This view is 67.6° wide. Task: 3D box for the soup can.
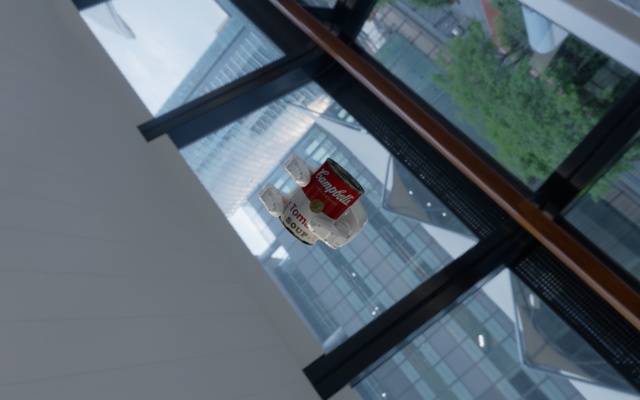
[{"bbox_3d":[0.000,0.002,0.640,0.068,0.102,0.068,41,13,-12],"label":"soup can"}]
